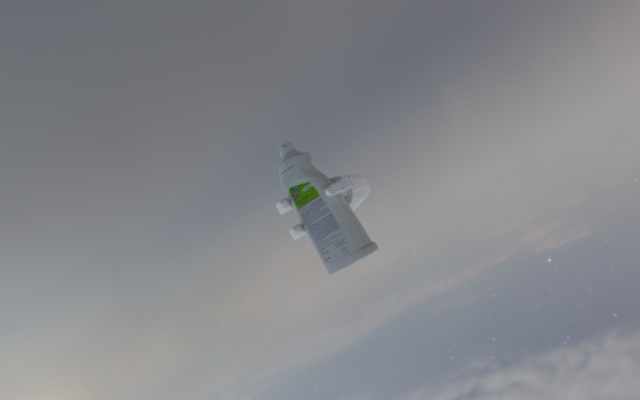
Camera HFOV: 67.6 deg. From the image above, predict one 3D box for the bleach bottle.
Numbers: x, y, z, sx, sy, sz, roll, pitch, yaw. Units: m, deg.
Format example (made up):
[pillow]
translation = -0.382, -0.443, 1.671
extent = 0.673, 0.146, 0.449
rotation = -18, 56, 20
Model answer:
[bleach bottle]
translation = 0.000, 0.003, 0.867
extent = 0.102, 0.251, 0.068
rotation = -32, -7, 27
